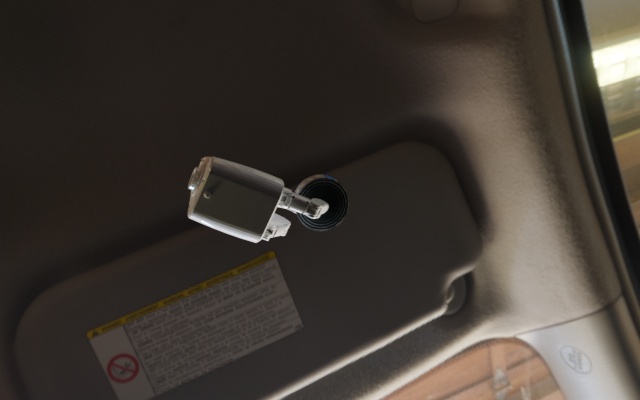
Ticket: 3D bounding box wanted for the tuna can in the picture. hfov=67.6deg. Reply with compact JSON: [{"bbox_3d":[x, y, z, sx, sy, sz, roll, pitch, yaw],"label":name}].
[{"bbox_3d":[0.000,0.002,0.751,0.086,0.086,0.033,0,17,-14],"label":"tuna can"}]
